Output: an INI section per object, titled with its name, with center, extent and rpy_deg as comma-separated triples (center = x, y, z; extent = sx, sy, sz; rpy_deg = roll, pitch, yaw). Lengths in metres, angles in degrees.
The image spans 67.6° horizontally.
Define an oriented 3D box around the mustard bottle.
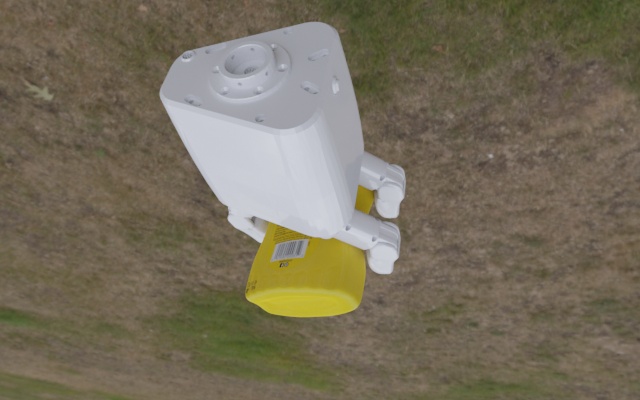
[mustard bottle]
center = 0.000, 0.002, 0.417
extent = 0.096, 0.191, 0.058
rpy_deg = -12, -39, 34
